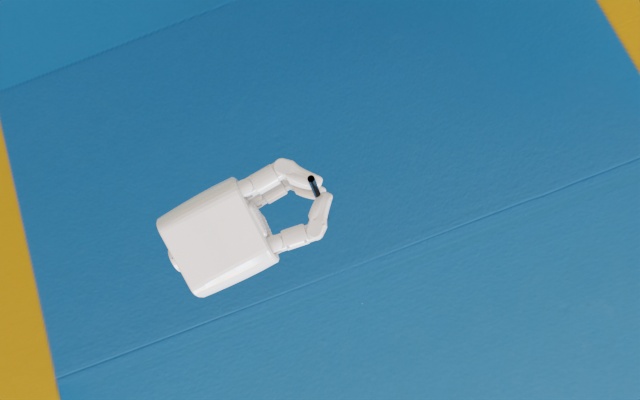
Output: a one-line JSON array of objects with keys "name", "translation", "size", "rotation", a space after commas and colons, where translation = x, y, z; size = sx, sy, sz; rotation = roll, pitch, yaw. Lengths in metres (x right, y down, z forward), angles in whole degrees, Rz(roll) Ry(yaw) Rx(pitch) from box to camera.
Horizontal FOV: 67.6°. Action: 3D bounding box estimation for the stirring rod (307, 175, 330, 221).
[{"name": "stirring rod", "translation": [0.000, 0.002, 0.625], "size": [0.011, 0.011, 0.239], "rotation": [0, -12, 5]}]
